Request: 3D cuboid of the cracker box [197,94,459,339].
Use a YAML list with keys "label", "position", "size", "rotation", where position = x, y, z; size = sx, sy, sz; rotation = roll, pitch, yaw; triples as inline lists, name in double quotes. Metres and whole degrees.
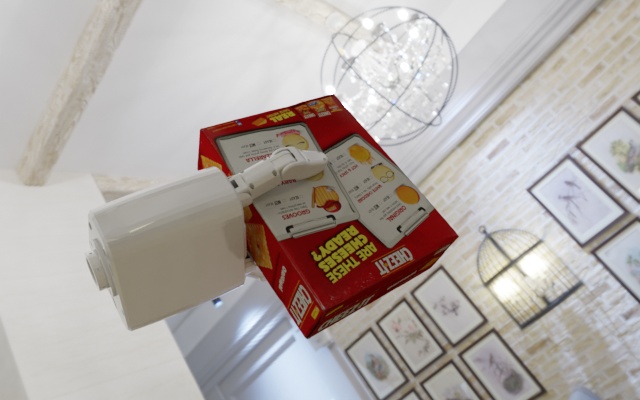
- label: "cracker box"
  position: [0.000, 0.001, 0.472]
  size: [0.164, 0.213, 0.072]
  rotation: [-22, -28, -31]
